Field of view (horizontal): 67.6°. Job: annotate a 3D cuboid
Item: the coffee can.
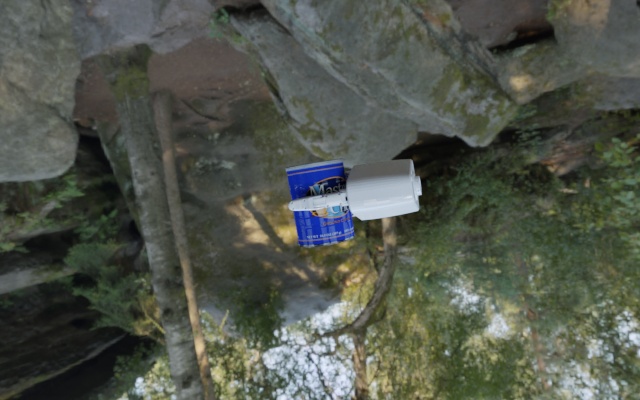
[{"bbox_3d":[0.000,0.003,0.843,0.103,0.140,0.103,-9,4,1],"label":"coffee can"}]
